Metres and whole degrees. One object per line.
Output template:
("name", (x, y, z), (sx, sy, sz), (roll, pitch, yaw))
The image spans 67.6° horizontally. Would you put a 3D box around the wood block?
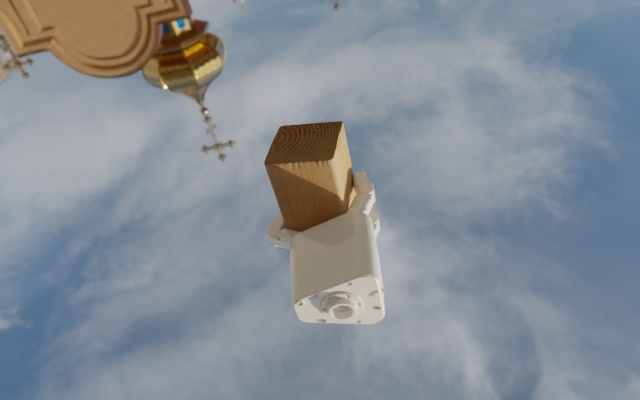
("wood block", (0.000, 0.003, 0.668), (0.091, 0.206, 0.090), (-2, 41, 15))
